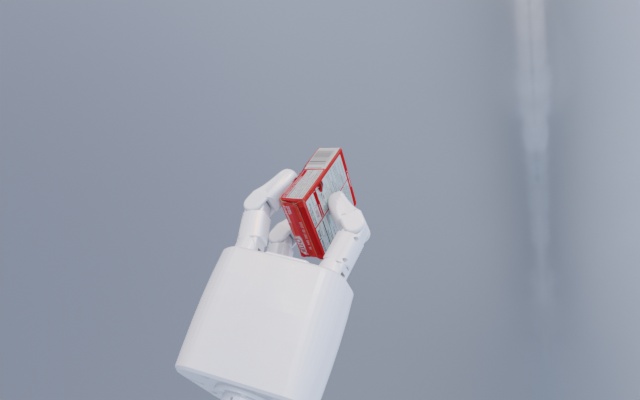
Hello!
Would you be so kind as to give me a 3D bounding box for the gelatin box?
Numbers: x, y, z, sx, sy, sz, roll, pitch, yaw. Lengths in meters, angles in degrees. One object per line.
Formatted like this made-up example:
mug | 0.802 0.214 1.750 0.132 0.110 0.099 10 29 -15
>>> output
gelatin box | 0.001 0.001 0.472 0.030 0.073 0.089 5 41 30
